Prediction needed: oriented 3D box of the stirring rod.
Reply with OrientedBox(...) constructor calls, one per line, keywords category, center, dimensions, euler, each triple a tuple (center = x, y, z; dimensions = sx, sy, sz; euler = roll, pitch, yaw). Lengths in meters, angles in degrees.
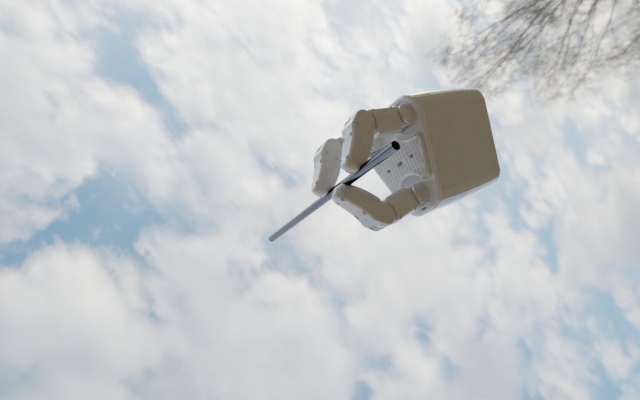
OrientedBox(category="stirring rod", center=(0.000, 0.001, 0.456), dimensions=(0.011, 0.011, 0.240), euler=(0, -21, -30))
